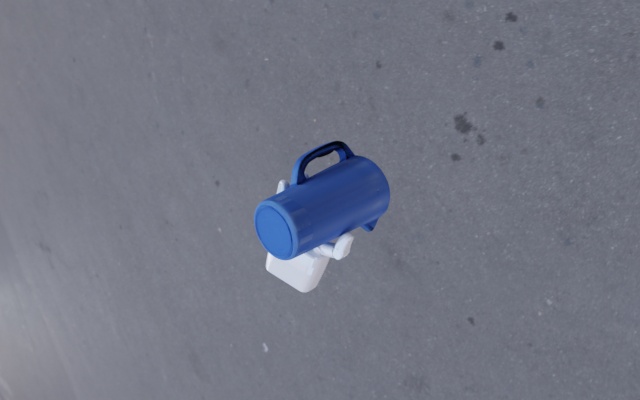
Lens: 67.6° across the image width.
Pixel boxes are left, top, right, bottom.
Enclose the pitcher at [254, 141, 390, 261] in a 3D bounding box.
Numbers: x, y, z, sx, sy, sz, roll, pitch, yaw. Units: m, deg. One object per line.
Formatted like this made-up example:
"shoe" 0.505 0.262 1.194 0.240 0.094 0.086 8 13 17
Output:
"pitcher" 0.000 0.003 0.856 0.149 0.145 0.242 41 43 25
